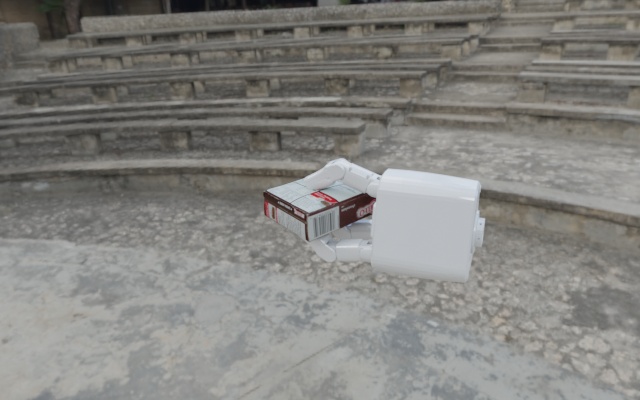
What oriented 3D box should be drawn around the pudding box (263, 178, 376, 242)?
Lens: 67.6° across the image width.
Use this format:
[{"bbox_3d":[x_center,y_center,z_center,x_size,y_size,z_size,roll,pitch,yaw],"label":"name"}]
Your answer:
[{"bbox_3d":[0.000,0.002,0.589,0.113,0.039,0.090,-19,30,-36],"label":"pudding box"}]
